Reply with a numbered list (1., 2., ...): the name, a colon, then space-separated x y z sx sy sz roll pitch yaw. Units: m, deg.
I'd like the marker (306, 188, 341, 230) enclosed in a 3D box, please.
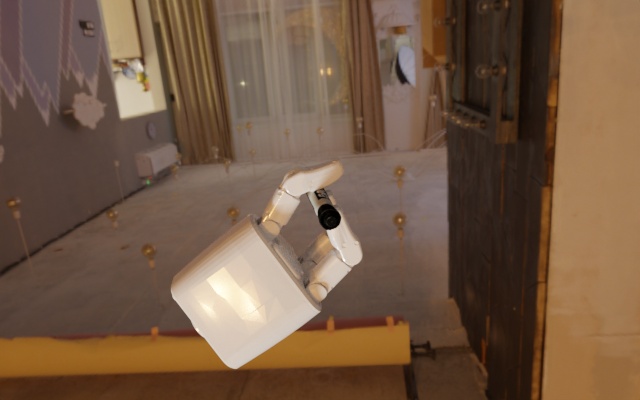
1. marker: 0.000 0.001 0.448 0.020 0.020 0.121 0 16 -9
